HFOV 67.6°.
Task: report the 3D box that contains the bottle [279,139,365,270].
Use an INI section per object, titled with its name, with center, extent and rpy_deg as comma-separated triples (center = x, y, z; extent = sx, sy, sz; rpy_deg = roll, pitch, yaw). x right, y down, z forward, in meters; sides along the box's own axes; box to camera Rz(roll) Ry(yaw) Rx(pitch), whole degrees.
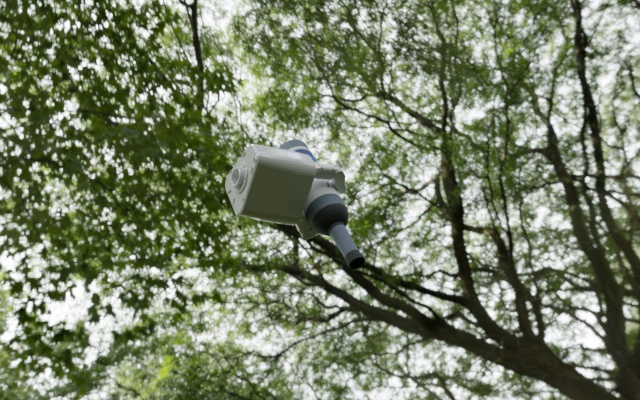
[bottle]
center = 0.000, 0.003, 0.814
extent = 0.069, 0.069, 0.295
rpy_deg = 0, 39, -29
